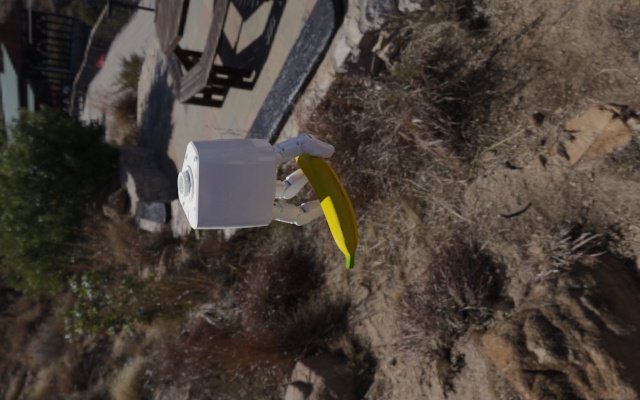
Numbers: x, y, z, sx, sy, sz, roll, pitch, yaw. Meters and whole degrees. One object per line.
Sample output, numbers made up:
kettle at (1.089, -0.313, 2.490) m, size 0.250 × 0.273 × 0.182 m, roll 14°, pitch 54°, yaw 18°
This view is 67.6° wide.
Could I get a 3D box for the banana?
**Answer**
banana at (0.008, -0.005, 0.662) m, size 0.037 × 0.197 × 0.070 m, roll -7°, pitch -29°, yaw -30°
